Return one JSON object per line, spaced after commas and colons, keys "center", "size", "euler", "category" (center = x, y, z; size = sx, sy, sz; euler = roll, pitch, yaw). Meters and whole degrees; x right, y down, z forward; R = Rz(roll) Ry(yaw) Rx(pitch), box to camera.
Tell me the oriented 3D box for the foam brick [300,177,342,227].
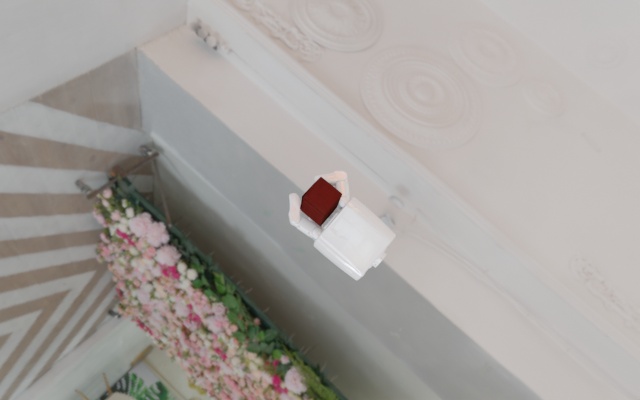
{"center": [0.000, 0.003, 0.852], "size": [0.051, 0.053, 0.078], "euler": [40, -16, 8], "category": "foam brick"}
